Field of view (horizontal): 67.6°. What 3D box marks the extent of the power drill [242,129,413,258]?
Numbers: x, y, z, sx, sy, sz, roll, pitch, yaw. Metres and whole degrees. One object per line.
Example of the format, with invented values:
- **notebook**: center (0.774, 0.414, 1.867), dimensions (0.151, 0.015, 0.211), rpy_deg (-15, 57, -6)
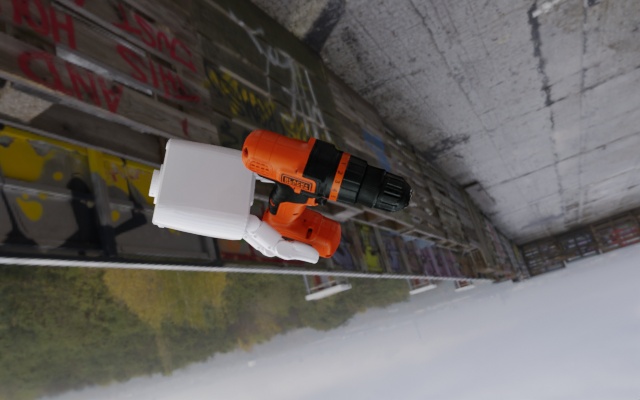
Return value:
- **power drill**: center (0.000, 0.002, 0.563), dimensions (0.184, 0.057, 0.188), rpy_deg (20, -30, 4)
